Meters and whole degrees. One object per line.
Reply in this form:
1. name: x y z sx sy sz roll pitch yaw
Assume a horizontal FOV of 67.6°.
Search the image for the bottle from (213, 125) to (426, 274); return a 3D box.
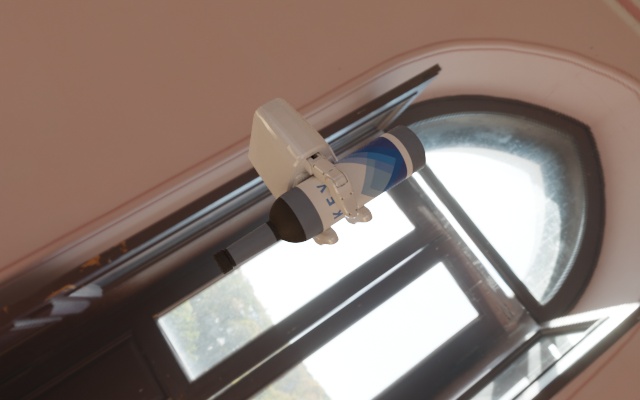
1. bottle: 0.000 0.002 0.603 0.295 0.069 0.069 -32 10 -16
